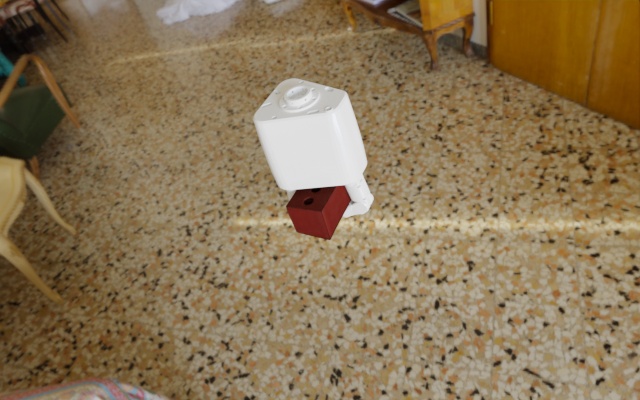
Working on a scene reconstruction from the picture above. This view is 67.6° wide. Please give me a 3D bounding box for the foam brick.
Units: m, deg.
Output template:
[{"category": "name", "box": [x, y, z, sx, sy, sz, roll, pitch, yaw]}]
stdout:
[{"category": "foam brick", "box": [0.000, 0.002, 0.616, 0.053, 0.078, 0.051, 9, -40, 27]}]
